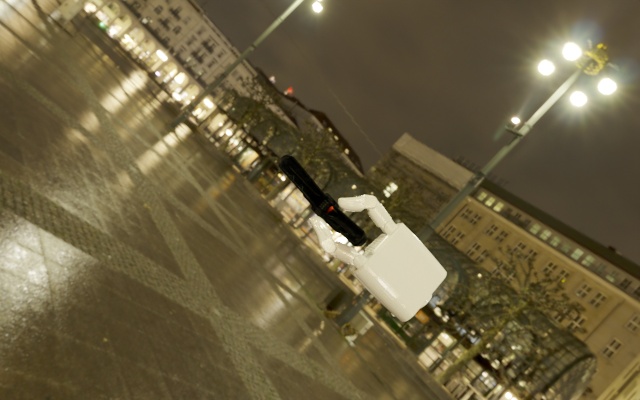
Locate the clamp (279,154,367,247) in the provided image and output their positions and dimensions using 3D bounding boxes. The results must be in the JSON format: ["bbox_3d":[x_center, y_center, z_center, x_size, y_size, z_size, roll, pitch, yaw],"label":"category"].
[{"bbox_3d":[0.001,0.002,0.739,0.036,0.164,0.210,-42,0,-3],"label":"clamp"}]
